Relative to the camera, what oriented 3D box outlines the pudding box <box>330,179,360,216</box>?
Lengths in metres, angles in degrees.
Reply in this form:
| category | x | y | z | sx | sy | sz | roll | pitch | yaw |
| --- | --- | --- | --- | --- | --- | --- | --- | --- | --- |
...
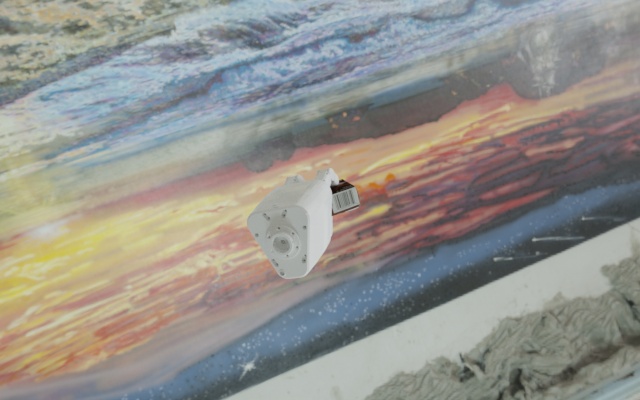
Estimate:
| category | x | y | z | sx | sy | sz | roll | pitch | yaw |
| --- | --- | --- | --- | --- | --- | --- | --- | --- | --- |
| pudding box | 0.000 | 0.003 | 0.790 | 0.113 | 0.039 | 0.090 | -17 | 14 | -8 |
